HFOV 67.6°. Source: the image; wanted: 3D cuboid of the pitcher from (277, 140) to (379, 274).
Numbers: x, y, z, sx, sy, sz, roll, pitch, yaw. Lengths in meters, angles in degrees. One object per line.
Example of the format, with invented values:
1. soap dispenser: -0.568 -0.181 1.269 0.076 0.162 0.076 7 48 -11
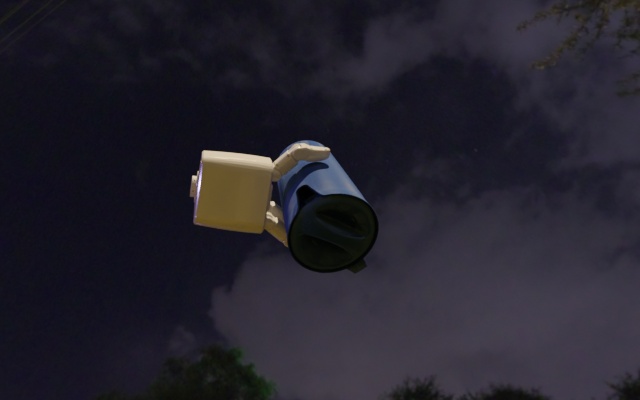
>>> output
1. pitcher: 0.000 0.002 0.775 0.145 0.149 0.242 6 27 -16
